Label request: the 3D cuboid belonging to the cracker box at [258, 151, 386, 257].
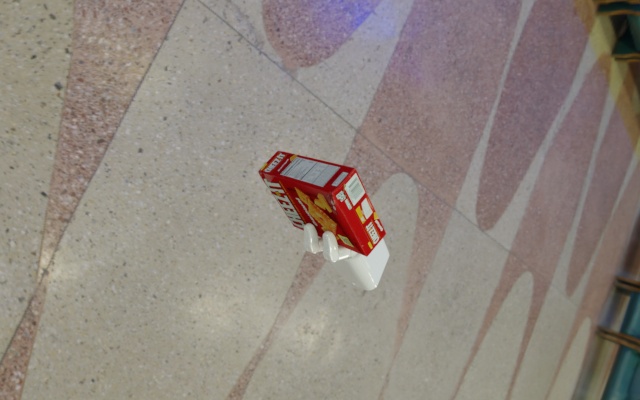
[{"bbox_3d":[0.000,0.003,0.891,0.213,0.164,0.072,17,56,45],"label":"cracker box"}]
